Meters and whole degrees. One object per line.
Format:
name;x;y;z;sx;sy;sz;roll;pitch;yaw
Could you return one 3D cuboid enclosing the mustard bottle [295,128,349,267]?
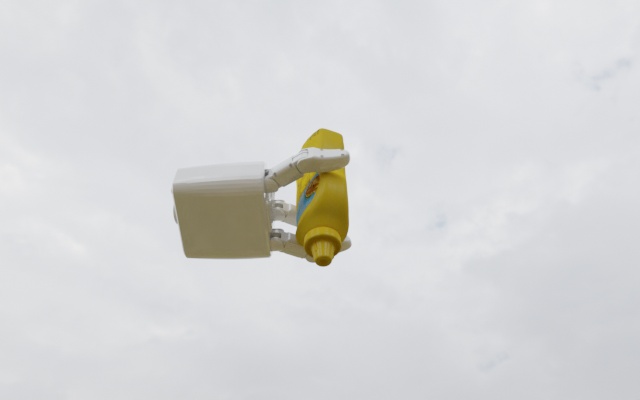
mustard bottle;0.000;0.002;0.573;0.058;0.096;0.191;17;38;-15
